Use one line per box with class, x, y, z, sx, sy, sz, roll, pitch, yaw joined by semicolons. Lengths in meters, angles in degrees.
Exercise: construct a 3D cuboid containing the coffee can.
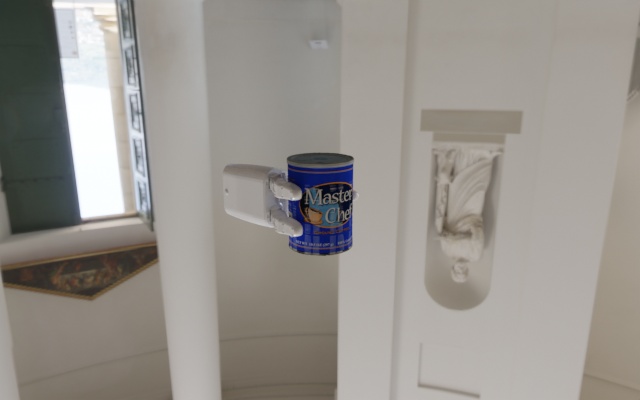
coffee can;0.000;0.002;0.742;0.103;0.140;0.102;0;14;0
